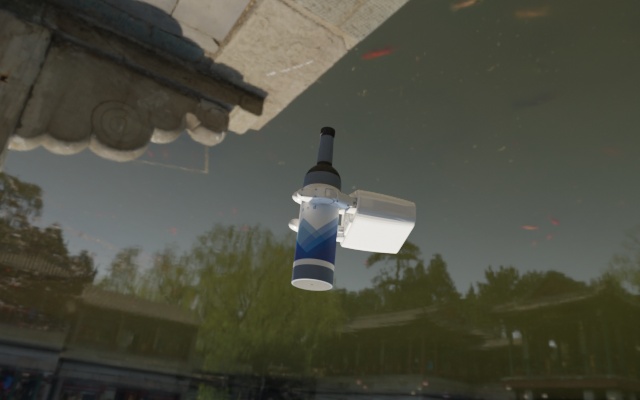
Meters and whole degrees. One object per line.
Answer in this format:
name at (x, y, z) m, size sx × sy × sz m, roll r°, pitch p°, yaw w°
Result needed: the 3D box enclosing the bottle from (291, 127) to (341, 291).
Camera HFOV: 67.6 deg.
bottle at (0.000, 0.003, 0.825) m, size 0.069 × 0.295 × 0.069 m, roll 5°, pitch -25°, yaw 2°
